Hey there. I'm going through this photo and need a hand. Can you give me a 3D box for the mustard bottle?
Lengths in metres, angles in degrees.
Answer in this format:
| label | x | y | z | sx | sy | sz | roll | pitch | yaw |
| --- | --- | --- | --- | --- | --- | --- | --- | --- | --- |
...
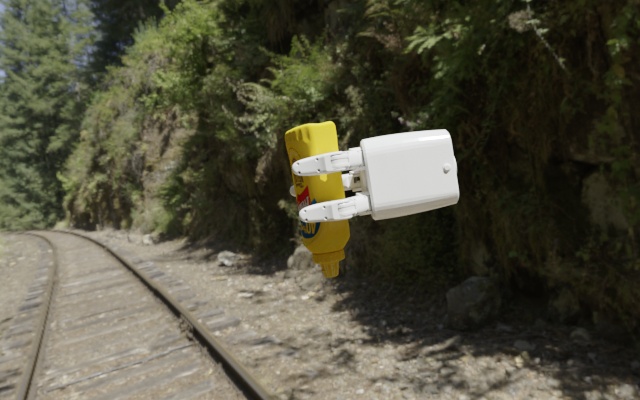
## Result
| label | x | y | z | sx | sy | sz | roll | pitch | yaw |
| --- | --- | --- | --- | --- | --- | --- | --- | --- | --- |
| mustard bottle | 0.000 | 0.002 | 0.605 | 0.058 | 0.191 | 0.096 | -10 | 3 | -22 |
